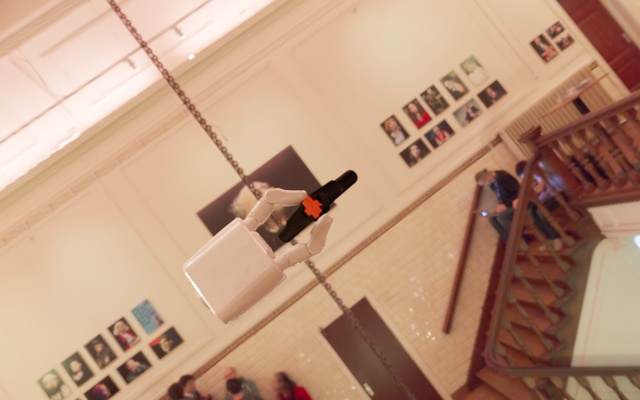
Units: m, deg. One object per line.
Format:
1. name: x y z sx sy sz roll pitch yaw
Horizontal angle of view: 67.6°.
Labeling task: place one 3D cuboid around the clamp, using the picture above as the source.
1. clamp: -0.001 0.002 0.698 0.164 0.036 0.210 -43 -2 -6
